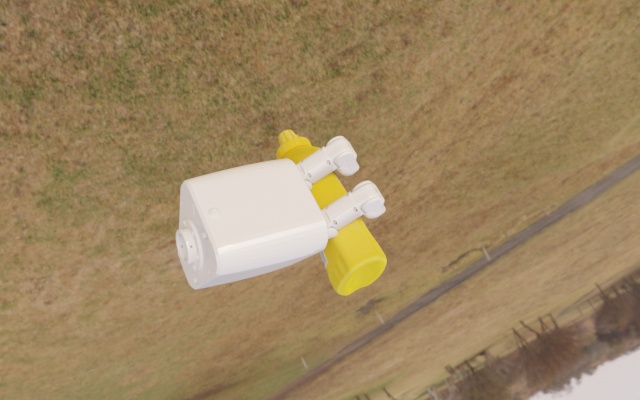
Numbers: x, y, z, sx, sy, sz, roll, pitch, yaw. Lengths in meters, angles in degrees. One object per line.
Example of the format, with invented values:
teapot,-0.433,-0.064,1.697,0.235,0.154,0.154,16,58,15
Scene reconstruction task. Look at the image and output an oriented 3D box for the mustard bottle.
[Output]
mustard bottle,0.000,0.002,0.512,0.058,0.191,0.096,-24,-23,-10
